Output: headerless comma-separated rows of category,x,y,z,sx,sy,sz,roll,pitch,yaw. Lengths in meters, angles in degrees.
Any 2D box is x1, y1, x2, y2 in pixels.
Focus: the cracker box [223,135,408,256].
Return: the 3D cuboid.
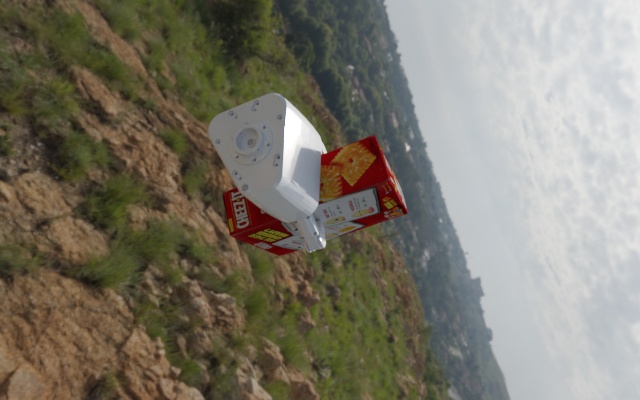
cracker box,0.000,0.002,0.659,0.214,0.072,0.164,-19,-21,13
